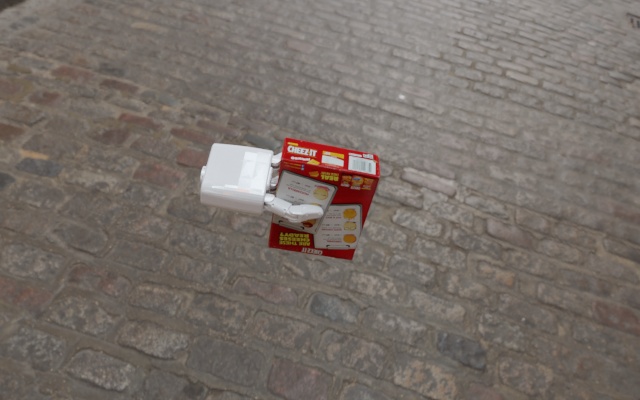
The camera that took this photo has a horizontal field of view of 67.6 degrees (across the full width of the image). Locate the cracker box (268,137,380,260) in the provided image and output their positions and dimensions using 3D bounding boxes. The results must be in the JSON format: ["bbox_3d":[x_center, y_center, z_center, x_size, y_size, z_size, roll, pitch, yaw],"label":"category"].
[{"bbox_3d":[0.000,0.003,0.849,0.164,0.214,0.072,10,43,-4],"label":"cracker box"}]
